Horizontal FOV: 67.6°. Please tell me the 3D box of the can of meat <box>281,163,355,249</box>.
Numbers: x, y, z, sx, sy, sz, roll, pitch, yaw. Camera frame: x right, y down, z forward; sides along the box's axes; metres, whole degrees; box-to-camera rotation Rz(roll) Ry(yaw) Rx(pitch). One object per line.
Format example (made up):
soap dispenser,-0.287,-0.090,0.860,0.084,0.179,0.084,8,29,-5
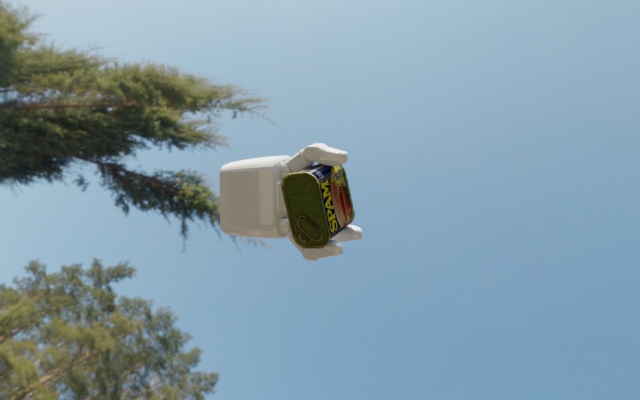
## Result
can of meat,0.000,0.002,0.642,0.057,0.102,0.084,-4,15,31
